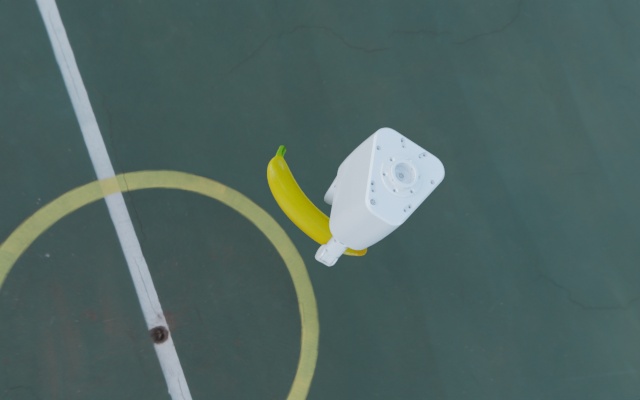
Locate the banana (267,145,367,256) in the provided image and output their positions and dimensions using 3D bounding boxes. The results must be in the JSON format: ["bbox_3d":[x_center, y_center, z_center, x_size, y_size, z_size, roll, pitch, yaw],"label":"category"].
[{"bbox_3d":[-0.015,0.009,0.661,0.069,0.198,0.037,-34,-7,-29],"label":"banana"}]
